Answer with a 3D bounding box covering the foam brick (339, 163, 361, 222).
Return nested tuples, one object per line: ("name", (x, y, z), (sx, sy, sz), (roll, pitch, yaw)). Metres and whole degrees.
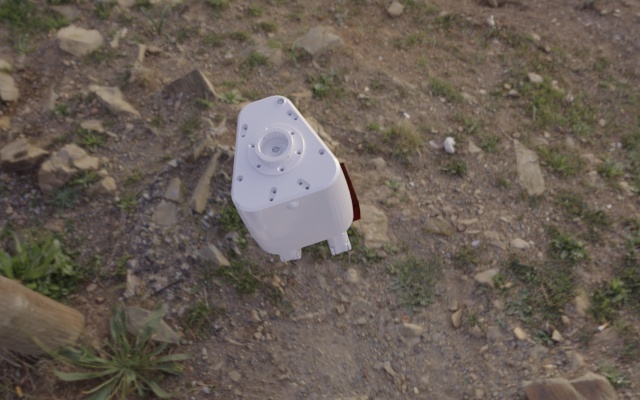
("foam brick", (0.000, 0.002, 0.520), (0.078, 0.053, 0.051), (-19, -21, -1))
